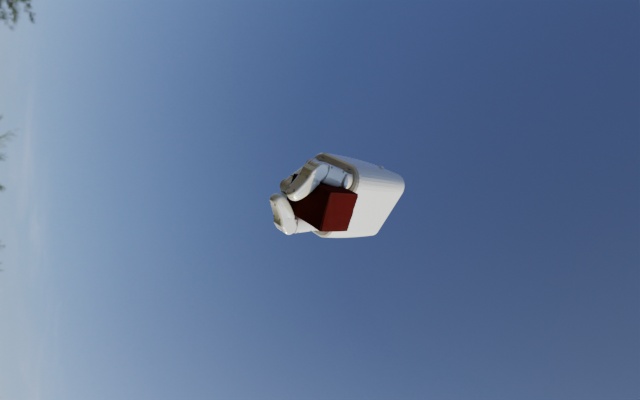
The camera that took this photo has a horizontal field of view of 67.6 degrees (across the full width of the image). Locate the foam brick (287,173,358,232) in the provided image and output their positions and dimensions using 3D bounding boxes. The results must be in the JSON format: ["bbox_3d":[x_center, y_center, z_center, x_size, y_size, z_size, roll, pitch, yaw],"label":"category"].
[{"bbox_3d":[0.000,0.002,0.613,0.051,0.053,0.078,5,17,-43],"label":"foam brick"}]
